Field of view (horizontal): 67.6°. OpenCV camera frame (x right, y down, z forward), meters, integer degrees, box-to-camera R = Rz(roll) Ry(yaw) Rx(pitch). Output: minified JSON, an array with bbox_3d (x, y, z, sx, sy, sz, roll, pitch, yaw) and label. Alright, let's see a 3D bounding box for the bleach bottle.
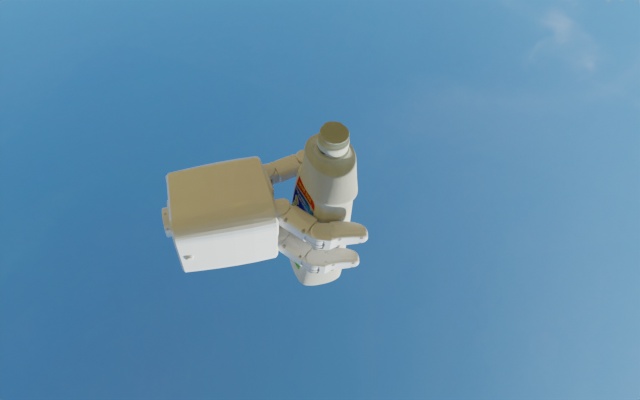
[{"bbox_3d":[0.000,0.002,0.549,0.068,0.102,0.251,-11,-33,-13],"label":"bleach bottle"}]
